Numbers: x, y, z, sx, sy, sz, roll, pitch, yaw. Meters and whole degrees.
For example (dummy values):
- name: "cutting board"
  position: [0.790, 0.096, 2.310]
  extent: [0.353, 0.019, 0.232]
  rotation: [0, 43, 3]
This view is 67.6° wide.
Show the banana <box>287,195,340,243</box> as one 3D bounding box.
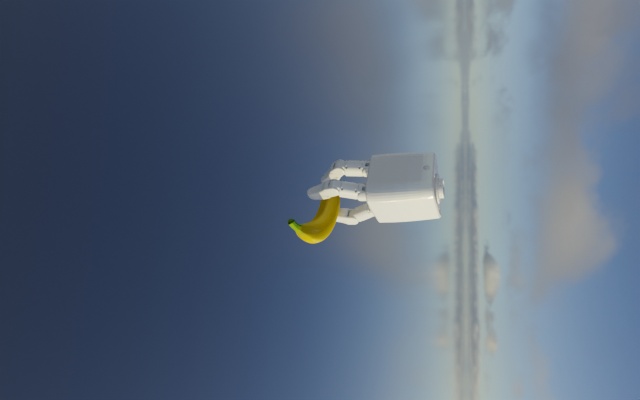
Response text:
- name: "banana"
  position: [0.003, 0.021, 0.813]
  extent: [0.037, 0.070, 0.197]
  rotation: [-6, 22, 23]
